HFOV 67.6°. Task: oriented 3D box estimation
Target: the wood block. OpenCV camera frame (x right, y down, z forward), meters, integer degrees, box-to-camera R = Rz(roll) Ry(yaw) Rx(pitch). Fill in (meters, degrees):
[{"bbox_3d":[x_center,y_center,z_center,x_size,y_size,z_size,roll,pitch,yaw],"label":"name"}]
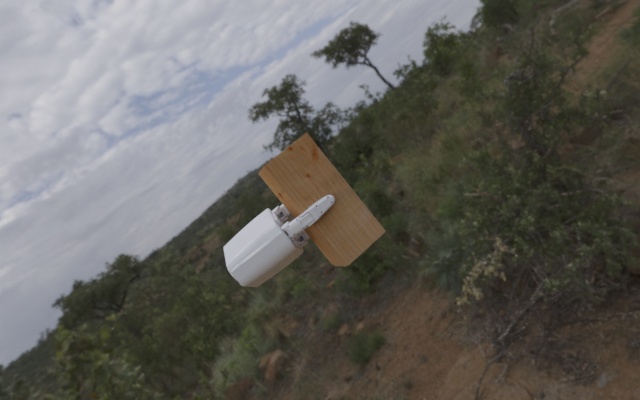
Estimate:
[{"bbox_3d":[0.000,0.003,0.796,0.090,0.206,0.091,-40,4,-15],"label":"wood block"}]
